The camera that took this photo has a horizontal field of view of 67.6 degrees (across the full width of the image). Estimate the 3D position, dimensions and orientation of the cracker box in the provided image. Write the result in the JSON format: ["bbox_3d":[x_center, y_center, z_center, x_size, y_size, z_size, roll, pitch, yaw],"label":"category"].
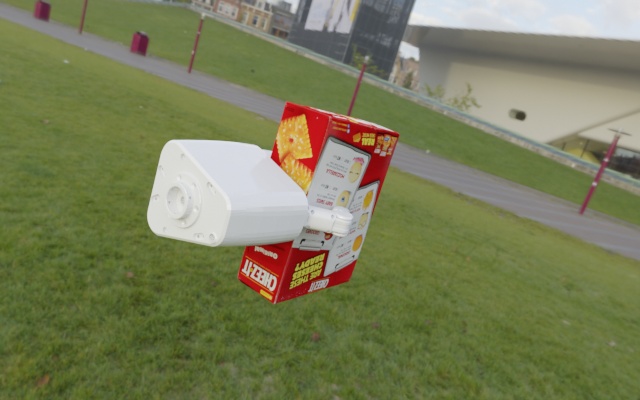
[{"bbox_3d":[0.000,0.002,0.579,0.072,0.214,0.164,26,15,32],"label":"cracker box"}]
